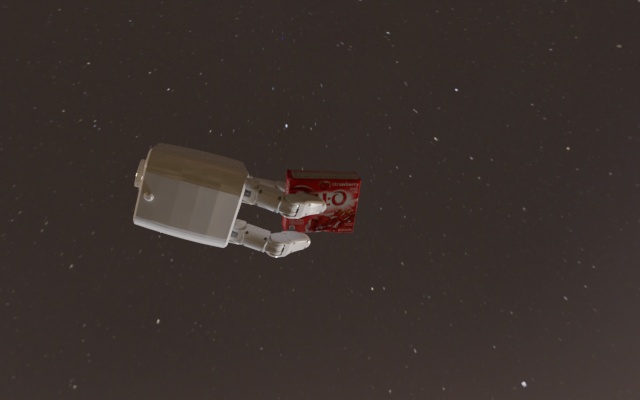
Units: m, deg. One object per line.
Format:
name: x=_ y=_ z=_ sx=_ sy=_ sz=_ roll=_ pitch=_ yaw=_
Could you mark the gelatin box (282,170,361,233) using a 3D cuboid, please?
gelatin box: x=0.000 y=0.002 z=0.587 sx=0.089 sy=0.073 sz=0.030 roll=1 pitch=25 yaw=-14
